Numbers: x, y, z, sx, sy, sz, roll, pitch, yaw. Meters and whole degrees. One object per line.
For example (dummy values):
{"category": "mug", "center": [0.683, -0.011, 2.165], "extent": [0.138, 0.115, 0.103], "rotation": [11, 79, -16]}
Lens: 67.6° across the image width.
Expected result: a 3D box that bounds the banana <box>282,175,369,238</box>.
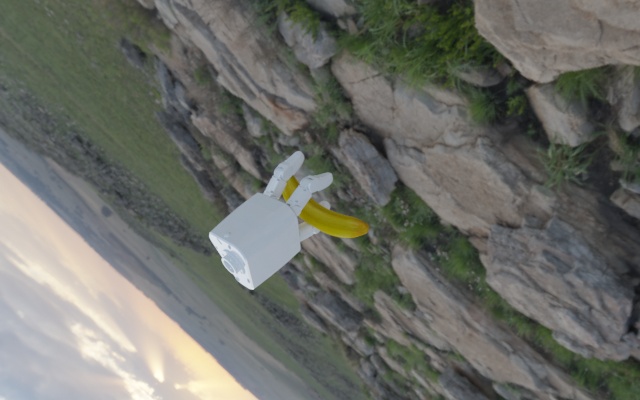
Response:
{"category": "banana", "center": [-0.005, 0.014, 0.786], "extent": [0.197, 0.070, 0.037], "rotation": [38, 50, 26]}
